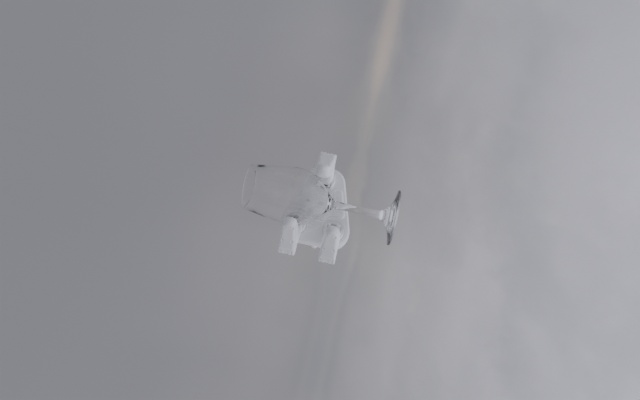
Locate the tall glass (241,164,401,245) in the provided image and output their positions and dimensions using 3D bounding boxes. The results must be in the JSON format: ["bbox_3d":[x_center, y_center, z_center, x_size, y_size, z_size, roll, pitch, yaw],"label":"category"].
[{"bbox_3d":[0.001,0.002,0.634,0.201,0.079,0.079,12,1,3],"label":"tall glass"}]
